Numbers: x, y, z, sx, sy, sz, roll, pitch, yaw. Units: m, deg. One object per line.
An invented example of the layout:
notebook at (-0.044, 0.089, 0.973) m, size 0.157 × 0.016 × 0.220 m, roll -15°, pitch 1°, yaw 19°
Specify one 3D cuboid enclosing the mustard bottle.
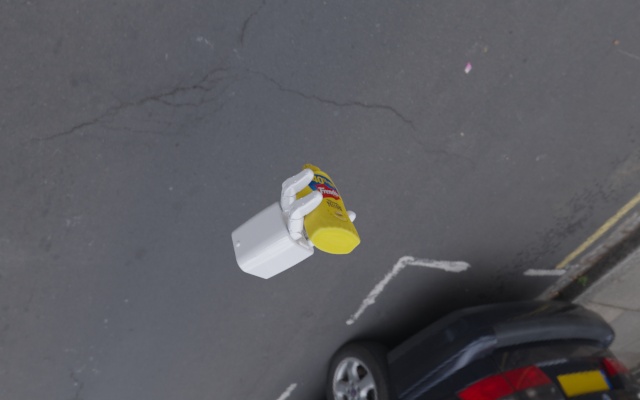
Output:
mustard bottle at (0.000, 0.003, 0.839) m, size 0.096 × 0.191 × 0.058 m, roll 20°, pitch -57°, yaw -36°
